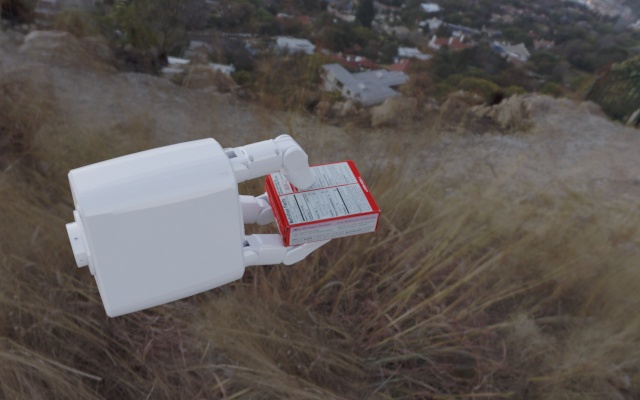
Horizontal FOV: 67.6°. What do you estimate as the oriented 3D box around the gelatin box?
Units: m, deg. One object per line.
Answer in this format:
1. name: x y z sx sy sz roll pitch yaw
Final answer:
1. gelatin box: 0.000 0.001 0.437 0.089 0.030 0.073 -10 46 -16
